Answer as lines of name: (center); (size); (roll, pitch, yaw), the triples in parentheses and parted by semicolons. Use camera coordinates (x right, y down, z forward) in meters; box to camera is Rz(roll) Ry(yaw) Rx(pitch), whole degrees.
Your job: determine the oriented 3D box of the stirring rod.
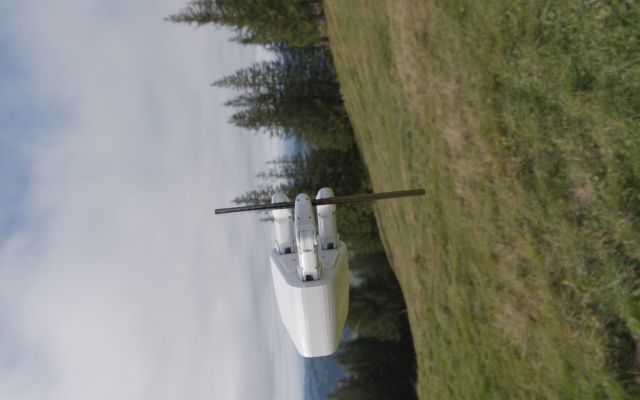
stirring rod: (0.000, 0.002, 0.547); (0.239, 0.011, 0.011); (-6, 0, -2)
